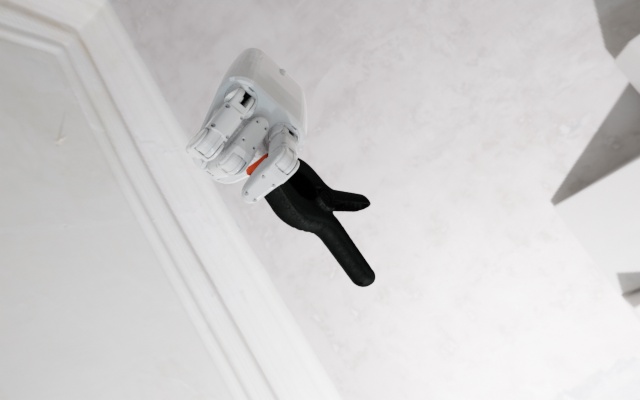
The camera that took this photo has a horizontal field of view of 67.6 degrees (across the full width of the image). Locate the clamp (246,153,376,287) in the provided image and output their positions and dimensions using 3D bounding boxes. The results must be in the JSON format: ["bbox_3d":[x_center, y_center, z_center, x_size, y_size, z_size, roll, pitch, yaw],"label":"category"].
[{"bbox_3d":[0.000,0.002,0.496,0.039,0.171,0.120,-33,28,25],"label":"clamp"}]
